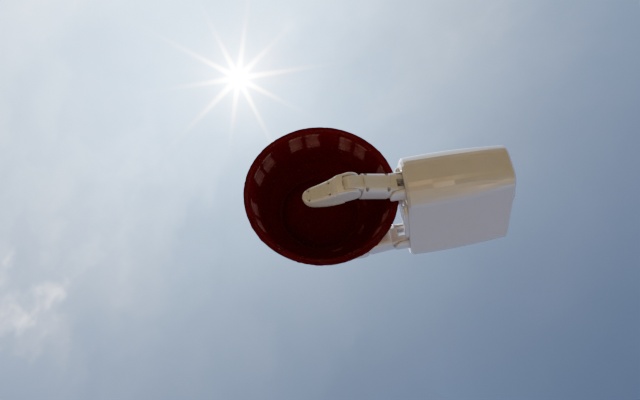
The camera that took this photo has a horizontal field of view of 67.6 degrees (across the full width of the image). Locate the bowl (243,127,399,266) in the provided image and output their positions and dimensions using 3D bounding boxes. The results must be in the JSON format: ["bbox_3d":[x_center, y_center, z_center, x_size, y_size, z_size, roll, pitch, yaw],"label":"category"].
[{"bbox_3d":[-0.001,0.002,0.518,0.162,0.162,0.055,0,-26,-2],"label":"bowl"}]
